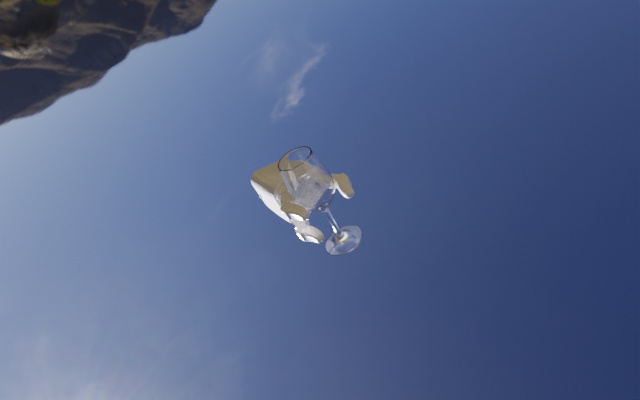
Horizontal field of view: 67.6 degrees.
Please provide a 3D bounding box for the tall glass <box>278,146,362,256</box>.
[{"bbox_3d":[0.001,0.003,0.827,0.079,0.201,0.079,-20,35,15],"label":"tall glass"}]
